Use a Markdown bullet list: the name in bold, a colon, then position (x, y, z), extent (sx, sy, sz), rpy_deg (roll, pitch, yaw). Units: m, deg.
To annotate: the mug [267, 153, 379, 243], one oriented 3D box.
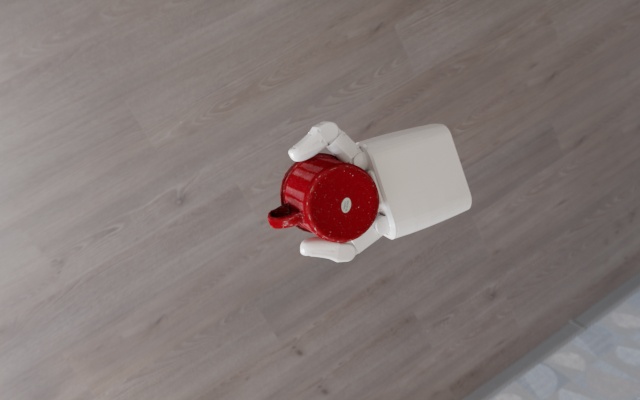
- **mug**: position (-0.001, 0.002, 0.506), extent (0.117, 0.093, 0.081), rpy_deg (-19, 14, -14)
